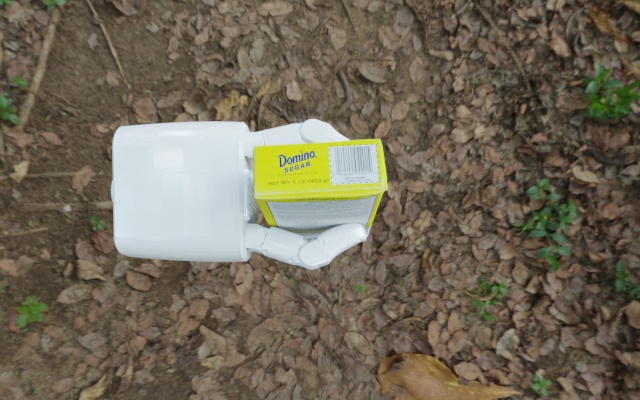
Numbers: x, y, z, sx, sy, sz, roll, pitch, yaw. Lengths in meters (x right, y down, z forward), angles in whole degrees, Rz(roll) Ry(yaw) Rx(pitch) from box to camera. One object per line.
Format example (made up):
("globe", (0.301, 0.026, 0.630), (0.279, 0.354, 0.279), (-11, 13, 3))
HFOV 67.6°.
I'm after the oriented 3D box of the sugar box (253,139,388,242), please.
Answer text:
("sugar box", (0.000, 0.001, 0.412), (0.093, 0.048, 0.176), (-2, -14, -1))
